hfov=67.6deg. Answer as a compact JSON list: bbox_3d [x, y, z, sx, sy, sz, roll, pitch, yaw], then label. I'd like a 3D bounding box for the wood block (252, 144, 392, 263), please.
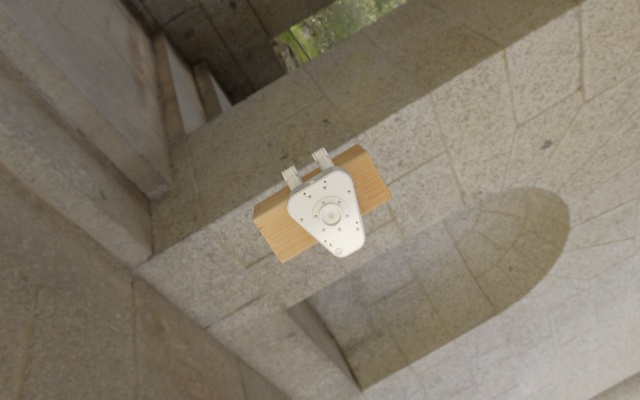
[{"bbox_3d":[0.000,0.003,0.787,0.206,0.091,0.090,-31,16,3],"label":"wood block"}]
